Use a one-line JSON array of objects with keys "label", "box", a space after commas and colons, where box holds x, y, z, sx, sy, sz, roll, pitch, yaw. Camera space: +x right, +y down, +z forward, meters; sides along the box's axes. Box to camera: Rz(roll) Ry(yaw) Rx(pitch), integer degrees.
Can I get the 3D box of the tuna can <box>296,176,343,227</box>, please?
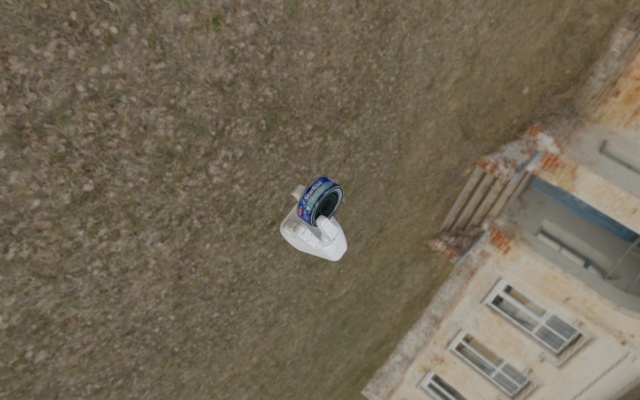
[{"label": "tuna can", "box": [0.001, 0.003, 0.813, 0.033, 0.086, 0.086, 36, 17, 25]}]
